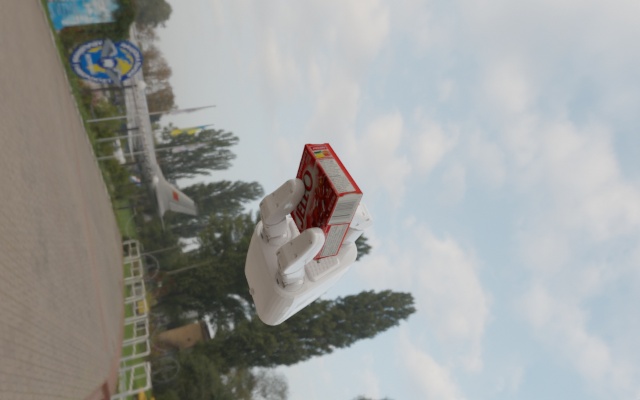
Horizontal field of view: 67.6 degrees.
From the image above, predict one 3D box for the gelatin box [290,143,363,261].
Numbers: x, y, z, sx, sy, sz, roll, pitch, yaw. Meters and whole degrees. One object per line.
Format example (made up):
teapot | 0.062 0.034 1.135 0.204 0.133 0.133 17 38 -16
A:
gelatin box | 0.001 0.001 0.458 0.030 0.089 0.073 -7 48 -28
